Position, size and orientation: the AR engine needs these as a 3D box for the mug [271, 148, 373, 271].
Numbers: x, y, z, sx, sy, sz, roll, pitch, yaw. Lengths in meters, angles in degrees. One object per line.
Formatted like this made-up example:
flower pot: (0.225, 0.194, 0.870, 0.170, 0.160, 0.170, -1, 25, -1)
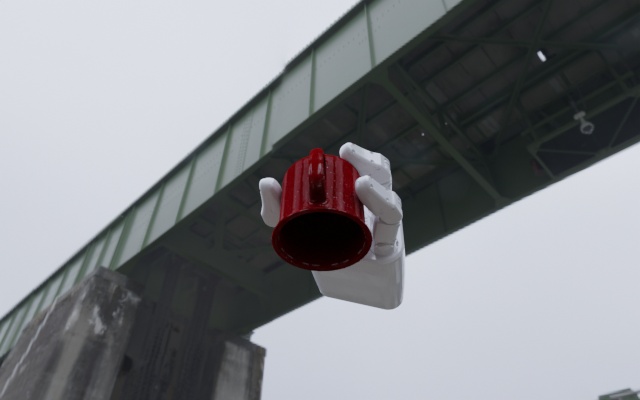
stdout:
mug: (0.000, 0.000, 0.457, 0.093, 0.081, 0.117, -5, -44, 6)
